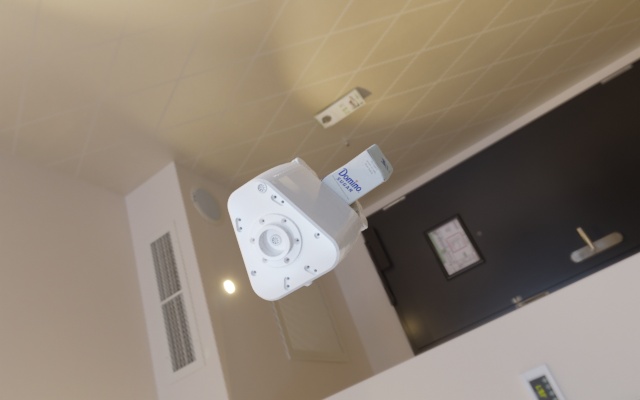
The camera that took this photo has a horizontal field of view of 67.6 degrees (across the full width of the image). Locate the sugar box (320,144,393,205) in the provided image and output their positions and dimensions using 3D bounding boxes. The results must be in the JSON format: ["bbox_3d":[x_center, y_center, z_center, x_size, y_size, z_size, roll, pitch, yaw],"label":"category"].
[{"bbox_3d":[0.000,0.002,0.563,0.176,0.048,0.093,-32,2,17],"label":"sugar box"}]
